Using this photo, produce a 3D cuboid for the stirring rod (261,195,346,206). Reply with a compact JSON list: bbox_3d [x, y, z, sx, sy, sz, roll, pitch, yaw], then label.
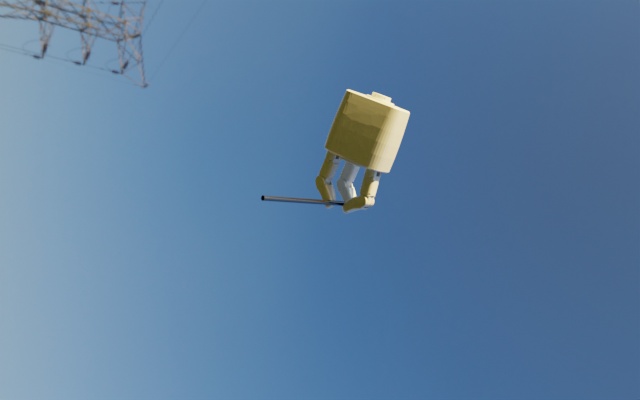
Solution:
[{"bbox_3d":[0.000,0.002,0.780,0.011,0.011,0.239,0,-3,44],"label":"stirring rod"}]
